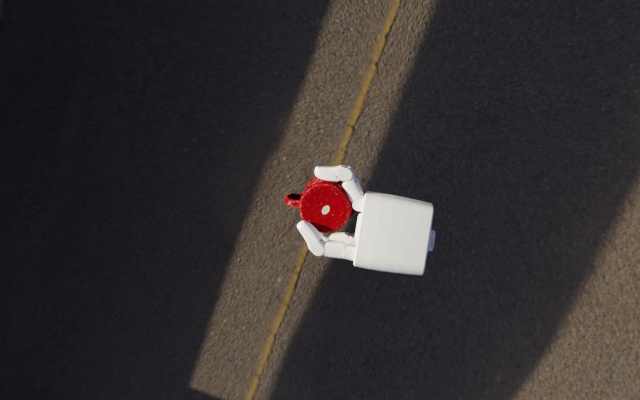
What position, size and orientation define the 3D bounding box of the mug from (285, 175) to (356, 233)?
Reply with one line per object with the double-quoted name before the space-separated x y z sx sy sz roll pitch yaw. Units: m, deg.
"mug" -0.001 0.002 0.770 0.117 0.093 0.081 8 13 7
